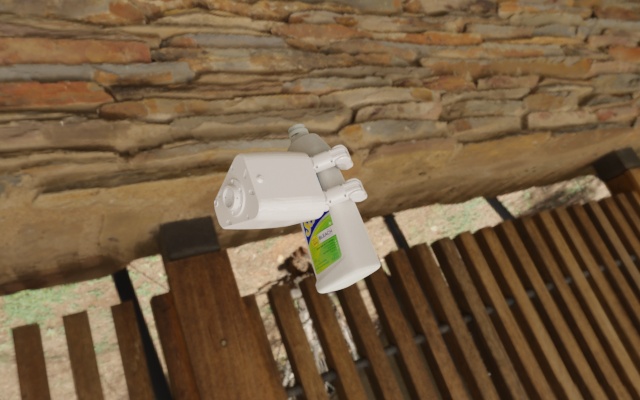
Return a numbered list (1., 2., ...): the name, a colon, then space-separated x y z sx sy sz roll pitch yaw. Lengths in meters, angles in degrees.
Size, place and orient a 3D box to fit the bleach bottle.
1. bleach bottle: 0.000 0.002 0.714 0.068 0.250 0.103 -4 -25 -41
